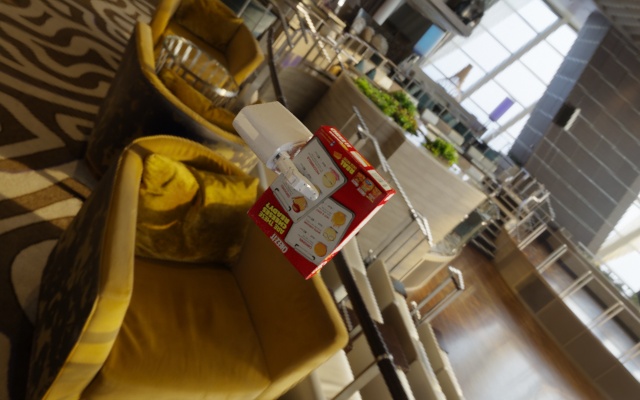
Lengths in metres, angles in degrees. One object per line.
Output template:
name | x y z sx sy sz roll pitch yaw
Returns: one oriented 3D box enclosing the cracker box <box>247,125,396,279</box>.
cracker box | 0.000 0.003 0.833 0.214 0.164 0.072 -48 -14 20
